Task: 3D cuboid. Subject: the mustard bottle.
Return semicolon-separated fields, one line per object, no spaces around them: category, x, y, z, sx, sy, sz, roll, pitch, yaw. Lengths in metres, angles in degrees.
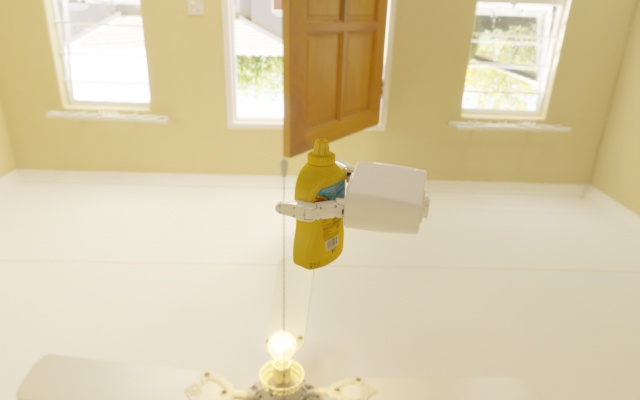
mustard bottle;0.000;0.003;0.719;0.058;0.192;0.096;19;28;35
